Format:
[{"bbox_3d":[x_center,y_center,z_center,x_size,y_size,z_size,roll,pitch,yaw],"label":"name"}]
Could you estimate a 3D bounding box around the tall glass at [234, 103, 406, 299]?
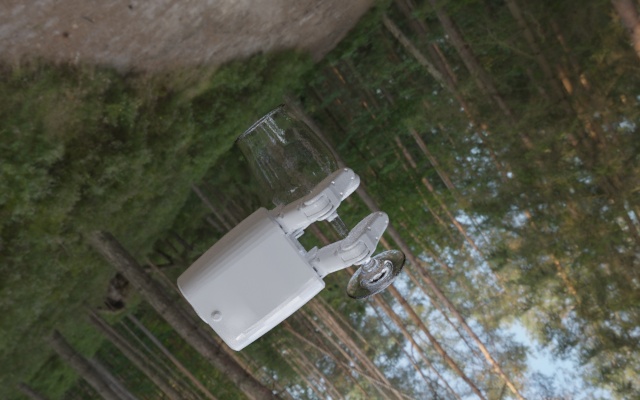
[{"bbox_3d":[0.001,0.002,0.480,0.079,0.201,0.079,-34,14,10],"label":"tall glass"}]
